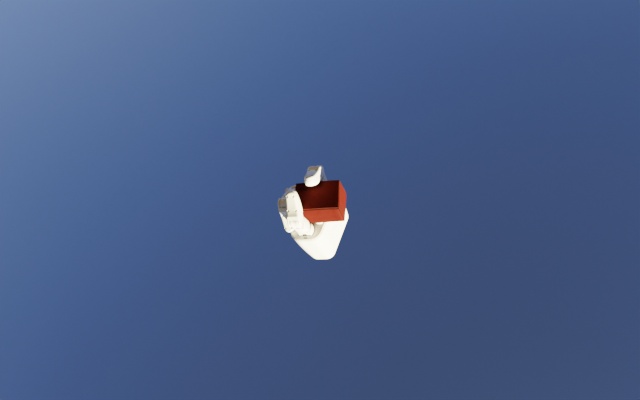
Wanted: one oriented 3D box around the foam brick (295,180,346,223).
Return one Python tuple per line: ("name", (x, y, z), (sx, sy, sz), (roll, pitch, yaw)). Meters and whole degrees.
("foam brick", (0.000, 0.003, 0.789), (0.078, 0.053, 0.051), (-3, -27, 17))
